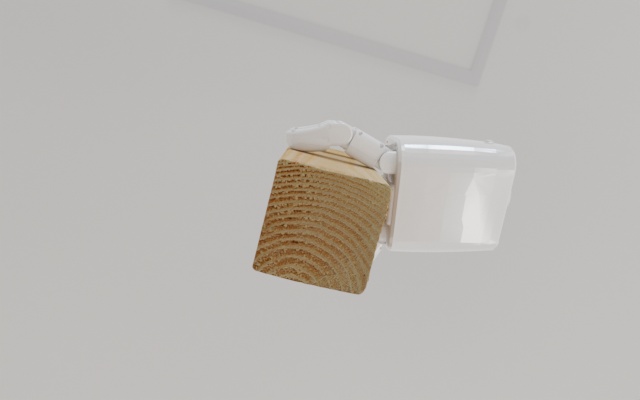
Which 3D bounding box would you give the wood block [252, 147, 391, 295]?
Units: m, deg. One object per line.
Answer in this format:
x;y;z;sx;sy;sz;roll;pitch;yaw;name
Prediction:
0.000;0.002;0.456;0.090;0.091;0.206;14;11;-3;wood block
